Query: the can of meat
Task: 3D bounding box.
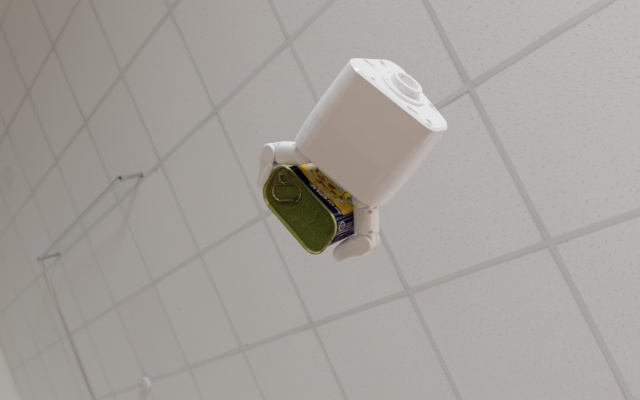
[{"bbox_3d":[0.000,0.002,0.539,0.102,0.057,0.084,47,35,19],"label":"can of meat"}]
